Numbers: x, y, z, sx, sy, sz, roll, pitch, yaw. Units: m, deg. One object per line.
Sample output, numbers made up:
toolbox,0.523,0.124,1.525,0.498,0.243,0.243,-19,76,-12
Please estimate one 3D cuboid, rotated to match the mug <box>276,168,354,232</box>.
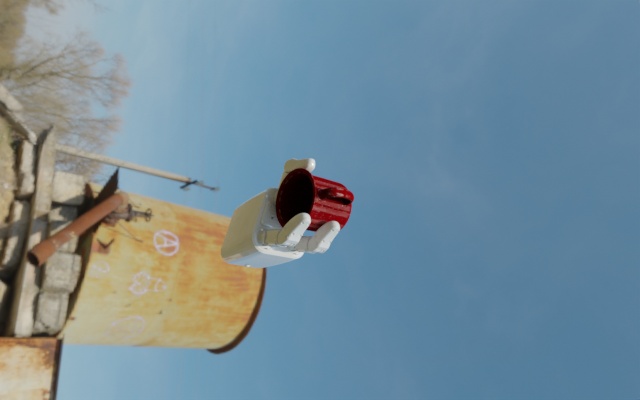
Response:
mug,0.001,0.002,0.707,0.081,0.093,0.117,14,-24,-39
